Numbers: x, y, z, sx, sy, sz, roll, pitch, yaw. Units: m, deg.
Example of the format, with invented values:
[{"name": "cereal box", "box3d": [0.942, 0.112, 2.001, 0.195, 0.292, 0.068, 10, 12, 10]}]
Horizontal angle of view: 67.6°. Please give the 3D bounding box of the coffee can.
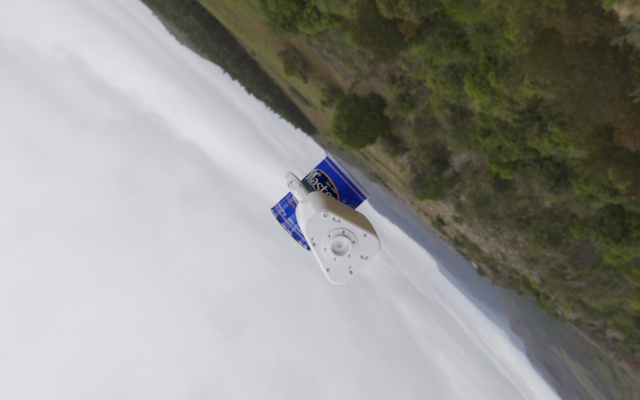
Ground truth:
[{"name": "coffee can", "box3d": [0.000, 0.002, 0.821, 0.140, 0.103, 0.103, -43, -4, 4]}]
